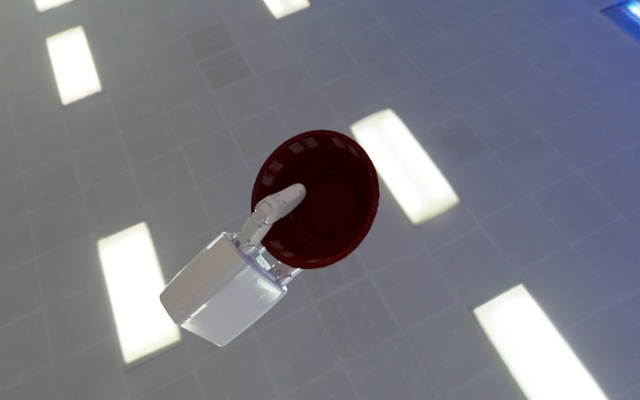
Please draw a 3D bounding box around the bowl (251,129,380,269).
[{"bbox_3d":[0.001,0.001,0.560,0.162,0.162,0.055,0,-12,26],"label":"bowl"}]
